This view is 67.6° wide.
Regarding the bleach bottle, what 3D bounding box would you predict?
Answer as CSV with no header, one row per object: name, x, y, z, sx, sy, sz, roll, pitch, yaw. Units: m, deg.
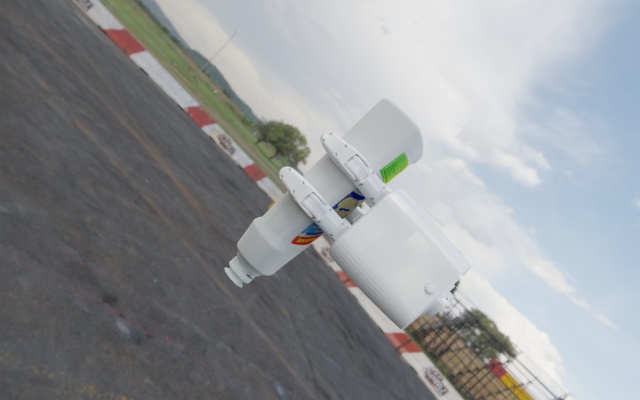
bleach bottle,0.000,0.002,0.527,0.251,0.068,0.102,-42,-17,-1
